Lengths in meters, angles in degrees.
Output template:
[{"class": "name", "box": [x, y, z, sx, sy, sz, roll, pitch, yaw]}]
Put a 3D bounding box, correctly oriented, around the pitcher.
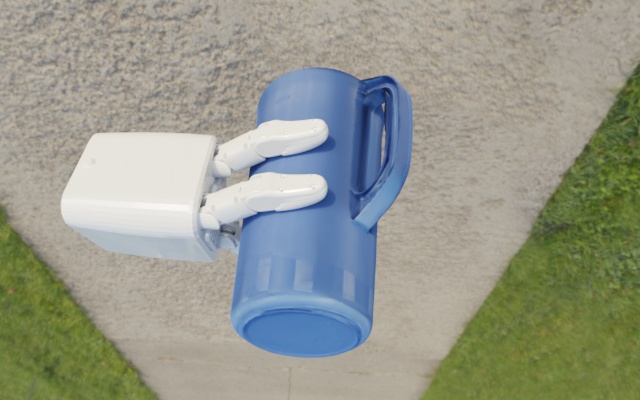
[{"class": "pitcher", "box": [0.000, 0.001, 0.422, 0.145, 0.242, 0.149, 5, -38, 0]}]
